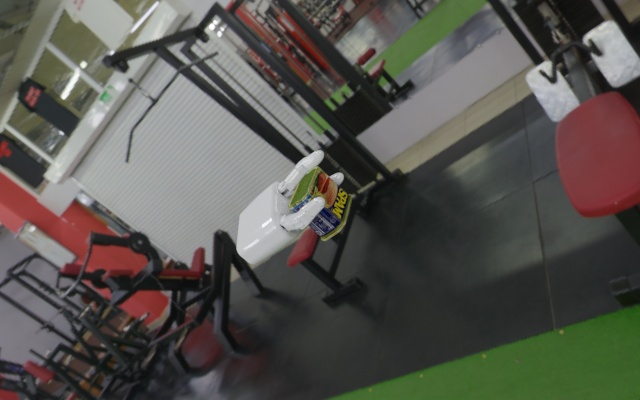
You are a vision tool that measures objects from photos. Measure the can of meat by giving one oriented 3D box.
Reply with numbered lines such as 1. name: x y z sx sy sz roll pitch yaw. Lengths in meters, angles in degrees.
1. can of meat: 0.000 0.002 0.799 0.057 0.084 0.102 -36 21 34
